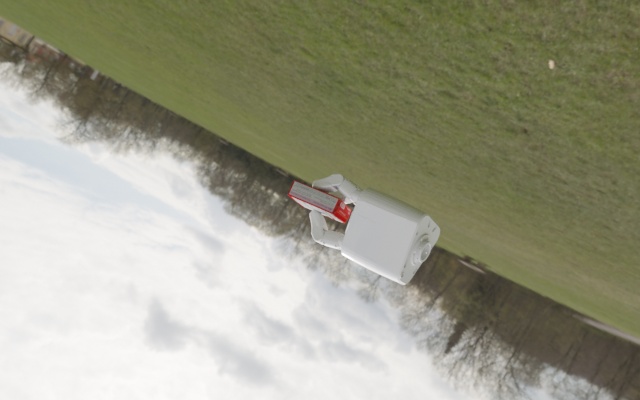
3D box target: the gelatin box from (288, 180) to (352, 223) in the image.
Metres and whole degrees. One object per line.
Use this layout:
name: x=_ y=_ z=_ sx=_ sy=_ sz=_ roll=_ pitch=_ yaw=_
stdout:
gelatin box: x=0.000 y=0.003 z=0.780 sx=0.089 sy=0.030 sz=0.073 roll=22 pitch=-7 yaw=22
